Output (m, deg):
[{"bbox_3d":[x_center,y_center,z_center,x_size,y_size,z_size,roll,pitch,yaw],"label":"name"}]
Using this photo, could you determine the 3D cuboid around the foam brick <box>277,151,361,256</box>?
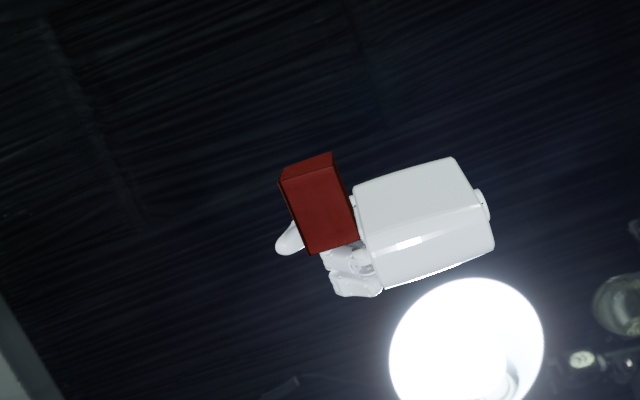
[{"bbox_3d":[0.000,0.001,0.445,0.051,0.078,0.053,-19,18,8],"label":"foam brick"}]
